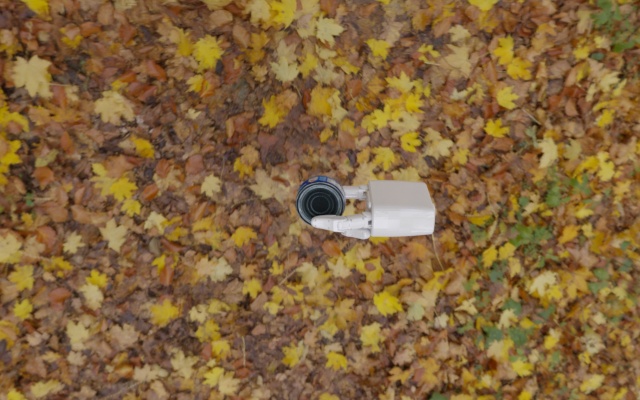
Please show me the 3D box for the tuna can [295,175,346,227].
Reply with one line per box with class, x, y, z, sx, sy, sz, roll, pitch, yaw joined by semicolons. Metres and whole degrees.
tuna can;0.000;0.003;0.814;0.086;0.086;0.033;0;21;3
